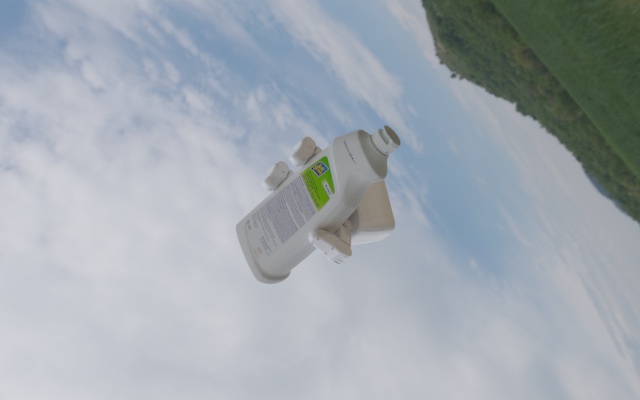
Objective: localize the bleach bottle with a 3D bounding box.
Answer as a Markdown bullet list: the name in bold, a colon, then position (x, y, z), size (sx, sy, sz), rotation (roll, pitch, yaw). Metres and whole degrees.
- **bleach bottle**: position (0.000, 0.002, 0.600), size (0.251, 0.102, 0.068), rotation (-39, -24, 28)
